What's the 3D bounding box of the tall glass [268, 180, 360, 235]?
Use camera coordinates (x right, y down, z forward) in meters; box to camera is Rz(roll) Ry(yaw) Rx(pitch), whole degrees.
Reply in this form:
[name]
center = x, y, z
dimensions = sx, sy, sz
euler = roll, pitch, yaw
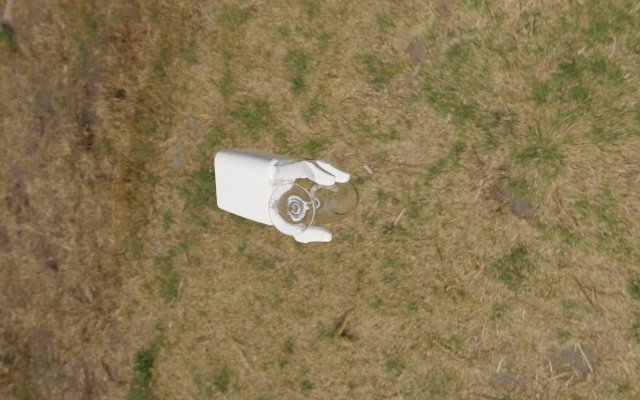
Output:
[tall glass]
center = 0.000, 0.003, 0.760
dimensions = 0.079, 0.079, 0.201
euler = 0, 6, 25
